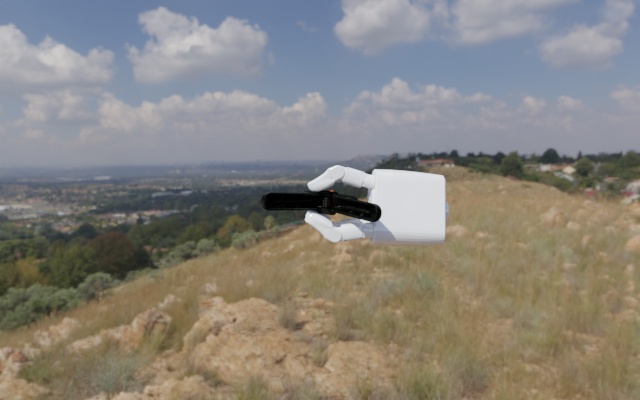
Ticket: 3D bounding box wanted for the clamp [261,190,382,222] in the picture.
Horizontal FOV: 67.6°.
[{"bbox_3d":[0.000,0.002,0.732,0.164,0.036,0.210,7,4,-1],"label":"clamp"}]
